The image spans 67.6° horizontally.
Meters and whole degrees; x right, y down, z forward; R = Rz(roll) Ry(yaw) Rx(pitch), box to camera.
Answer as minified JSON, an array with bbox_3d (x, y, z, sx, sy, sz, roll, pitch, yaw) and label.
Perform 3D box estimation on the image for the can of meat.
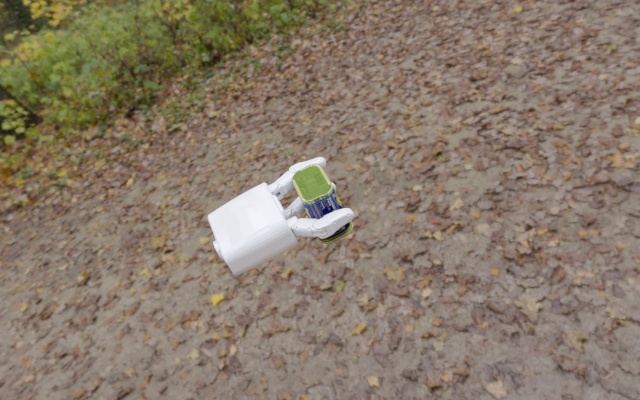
[{"bbox_3d":[0.000,0.002,0.735,0.057,0.084,0.102,-27,34,-1],"label":"can of meat"}]
